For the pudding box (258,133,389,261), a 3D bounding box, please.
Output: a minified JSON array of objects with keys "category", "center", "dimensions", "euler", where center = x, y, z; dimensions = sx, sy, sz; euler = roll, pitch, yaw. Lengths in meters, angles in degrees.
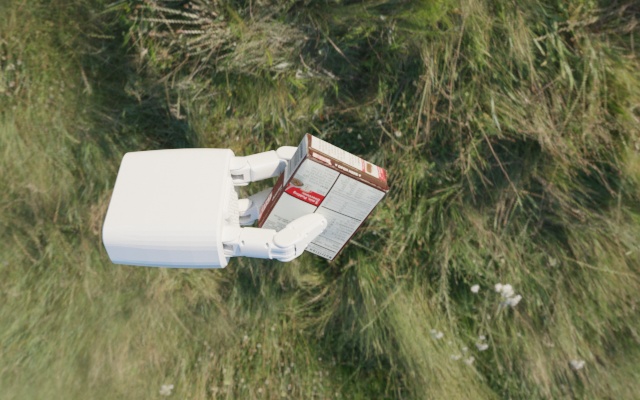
[{"category":"pudding box","center":[0.000,0.002,0.472],"dimensions":[0.090,0.039,0.113],"euler":[23,-52,-18]}]
